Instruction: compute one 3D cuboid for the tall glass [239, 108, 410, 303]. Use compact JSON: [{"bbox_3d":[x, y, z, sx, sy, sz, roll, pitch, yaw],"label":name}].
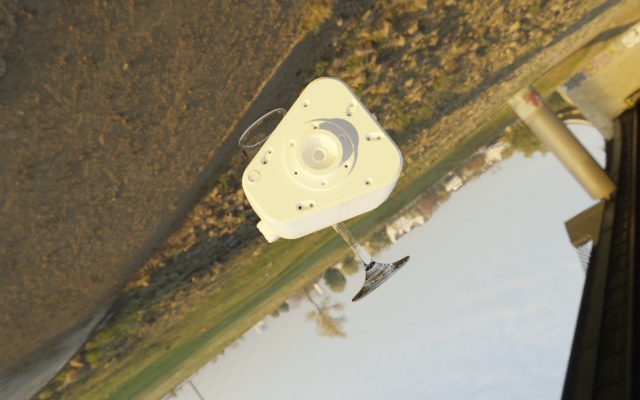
[{"bbox_3d":[0.000,0.002,0.490,0.079,0.201,0.079,-38,-6,-5],"label":"tall glass"}]
